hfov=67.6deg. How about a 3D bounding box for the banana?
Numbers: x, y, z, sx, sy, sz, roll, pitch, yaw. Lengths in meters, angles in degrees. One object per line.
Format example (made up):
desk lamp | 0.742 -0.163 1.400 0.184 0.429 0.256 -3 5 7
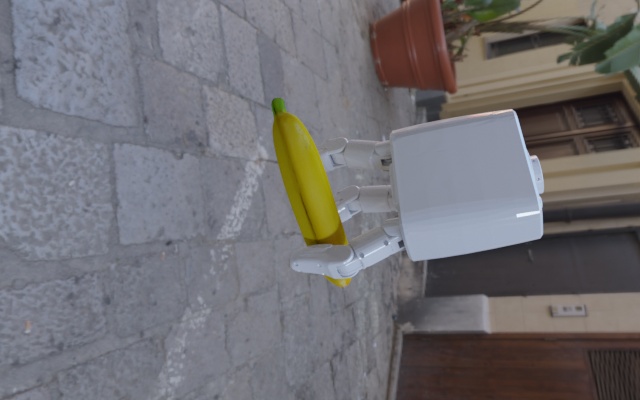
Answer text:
banana | -0.003 0.005 0.431 0.037 0.198 0.069 -14 18 11
